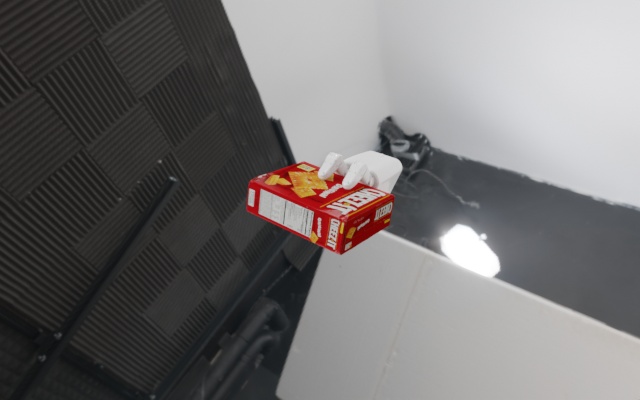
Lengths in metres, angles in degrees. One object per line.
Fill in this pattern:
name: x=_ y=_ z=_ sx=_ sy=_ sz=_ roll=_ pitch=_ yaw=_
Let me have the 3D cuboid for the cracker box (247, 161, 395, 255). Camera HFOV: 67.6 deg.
cracker box: x=0.000 y=0.003 z=0.863 sx=0.213 sy=0.072 sz=0.164 roll=22 pitch=28 yaw=31
